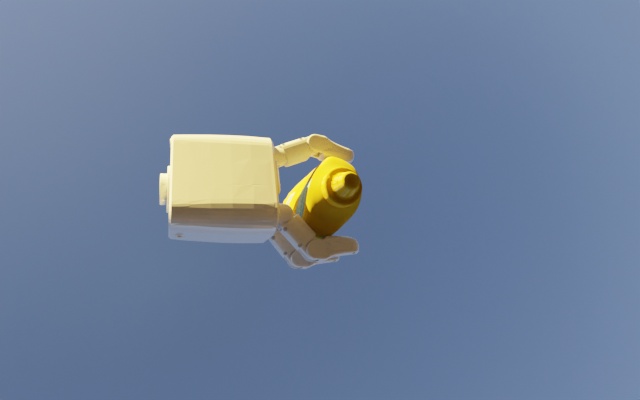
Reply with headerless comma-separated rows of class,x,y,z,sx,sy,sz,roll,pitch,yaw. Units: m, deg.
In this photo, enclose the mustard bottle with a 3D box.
mustard bottle,0.000,0.002,0.545,0.058,0.096,0.192,26,-19,-10
